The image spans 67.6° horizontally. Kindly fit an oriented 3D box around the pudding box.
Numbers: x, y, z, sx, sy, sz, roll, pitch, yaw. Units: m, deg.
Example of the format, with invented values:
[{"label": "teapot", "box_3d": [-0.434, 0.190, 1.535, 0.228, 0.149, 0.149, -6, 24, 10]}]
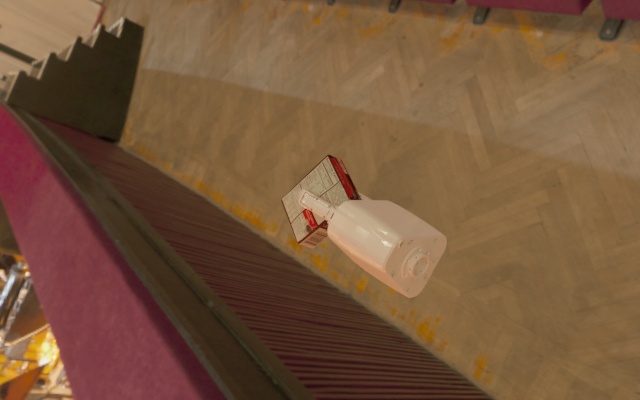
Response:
[{"label": "pudding box", "box_3d": [0.000, 0.002, 0.702, 0.113, 0.090, 0.039, -40, -38, 24]}]
